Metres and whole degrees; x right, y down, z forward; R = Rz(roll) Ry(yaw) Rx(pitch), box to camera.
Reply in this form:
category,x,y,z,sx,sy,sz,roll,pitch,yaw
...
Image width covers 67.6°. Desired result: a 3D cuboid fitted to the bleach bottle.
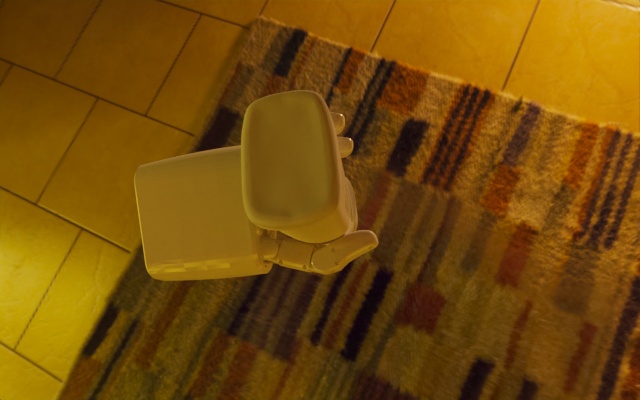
category,x,y,z,sx,sy,sz,roll,pitch,yaw
bleach bottle,0.000,0.001,0.437,0.068,0.102,0.251,-8,-17,9
